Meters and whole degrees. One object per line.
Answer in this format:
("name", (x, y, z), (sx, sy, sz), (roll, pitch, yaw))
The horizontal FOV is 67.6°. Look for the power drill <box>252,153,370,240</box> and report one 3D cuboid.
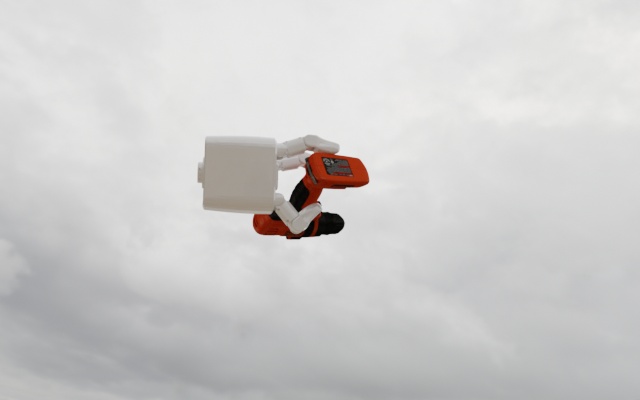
("power drill", (0.000, 0.002, 0.802), (0.184, 0.057, 0.188), (2, -37, -36))
